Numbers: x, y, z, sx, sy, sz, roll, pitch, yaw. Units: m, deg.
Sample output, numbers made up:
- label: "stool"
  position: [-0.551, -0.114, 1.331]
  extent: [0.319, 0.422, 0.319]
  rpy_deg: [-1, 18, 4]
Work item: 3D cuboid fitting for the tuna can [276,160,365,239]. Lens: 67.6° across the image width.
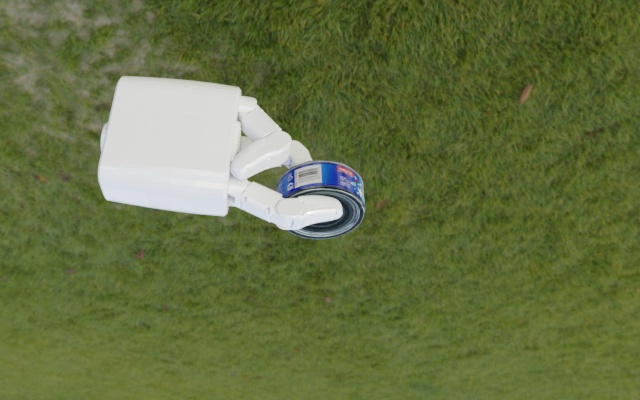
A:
- label: "tuna can"
  position: [0.000, 0.002, 0.460]
  extent: [0.086, 0.033, 0.086]
  rpy_deg: [-2, -37, -1]
